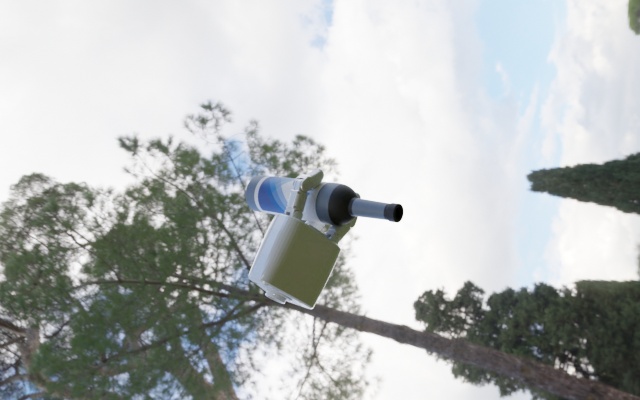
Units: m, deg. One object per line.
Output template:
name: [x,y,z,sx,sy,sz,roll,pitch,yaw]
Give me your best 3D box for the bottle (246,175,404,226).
bottle: [0.000,0.002,0.768,0.295,0.069,0.069,8,5,41]
